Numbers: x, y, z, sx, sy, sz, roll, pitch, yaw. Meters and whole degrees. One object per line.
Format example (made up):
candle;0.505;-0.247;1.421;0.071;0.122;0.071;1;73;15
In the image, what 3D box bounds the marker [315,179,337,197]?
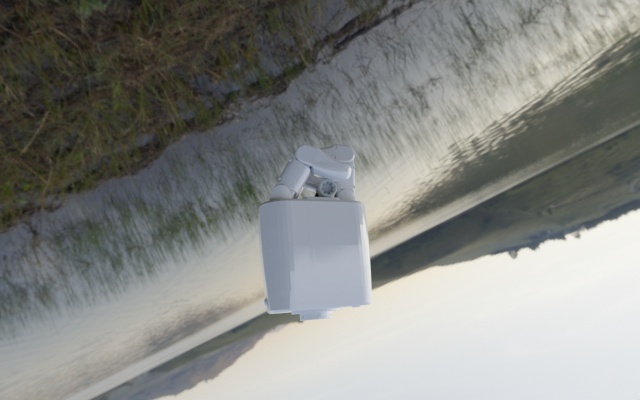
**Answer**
marker;0.000;0.002;0.537;0.020;0.020;0.121;0;-14;-7
